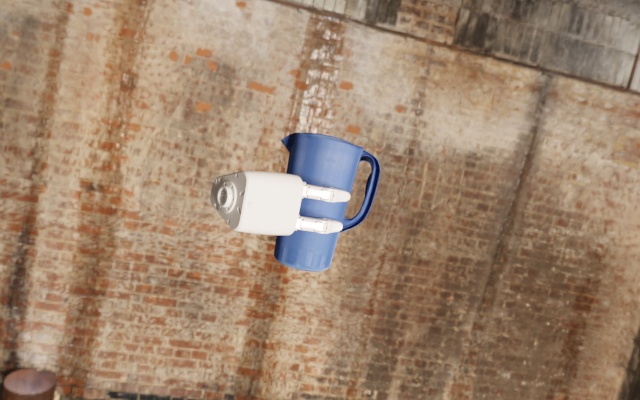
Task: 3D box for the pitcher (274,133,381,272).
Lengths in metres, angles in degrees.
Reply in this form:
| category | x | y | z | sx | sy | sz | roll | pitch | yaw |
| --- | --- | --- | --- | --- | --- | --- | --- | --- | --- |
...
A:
| category | x | y | z | sx | sy | sz | roll | pitch | yaw |
| --- | --- | --- | --- | --- | --- | --- | --- | --- | --- |
| pitcher | 0.000 | 0.003 | 0.875 | 0.145 | 0.243 | 0.149 | 5 | 9 | -44 |
